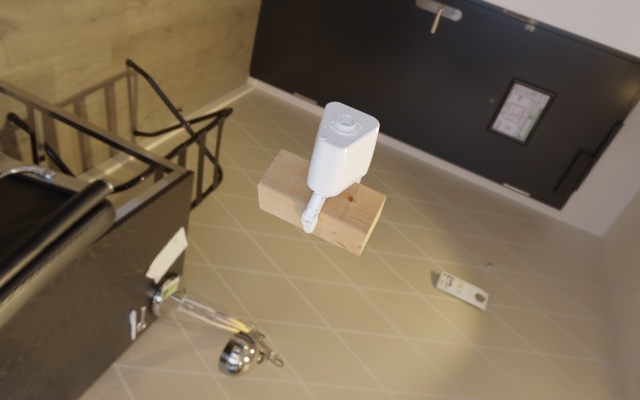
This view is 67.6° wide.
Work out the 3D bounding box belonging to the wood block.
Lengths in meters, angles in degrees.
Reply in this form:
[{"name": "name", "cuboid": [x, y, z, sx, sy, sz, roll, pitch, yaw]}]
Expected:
[{"name": "wood block", "cuboid": [0.000, 0.003, 0.856, 0.206, 0.090, 0.090, 25, -29, 10]}]
